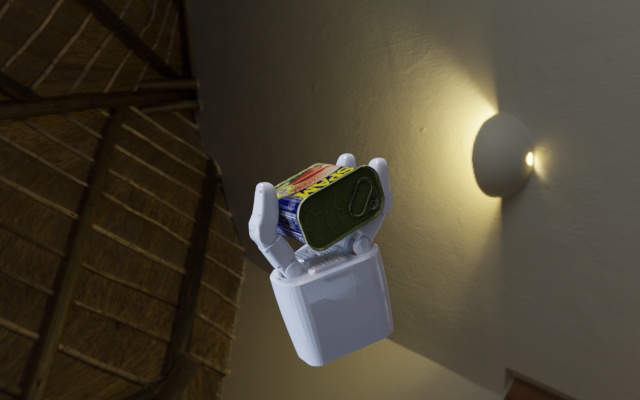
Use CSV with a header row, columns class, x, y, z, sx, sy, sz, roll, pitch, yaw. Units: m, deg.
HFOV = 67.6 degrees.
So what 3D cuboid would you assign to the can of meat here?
class,x,y,z,sx,sy,sz,roll,pitch,yaw
can of meat,0.000,0.002,0.496,0.102,0.057,0.084,-30,23,-27
